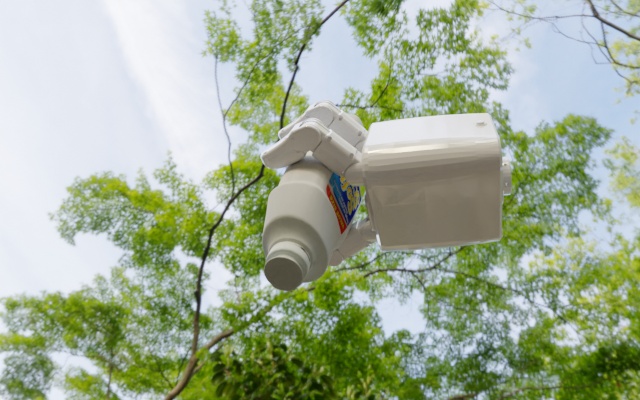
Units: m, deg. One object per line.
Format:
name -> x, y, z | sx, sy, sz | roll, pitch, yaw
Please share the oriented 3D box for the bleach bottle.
bleach bottle -> 0.000, 0.001, 0.439 | 0.068, 0.103, 0.250 | -5, 26, 15
